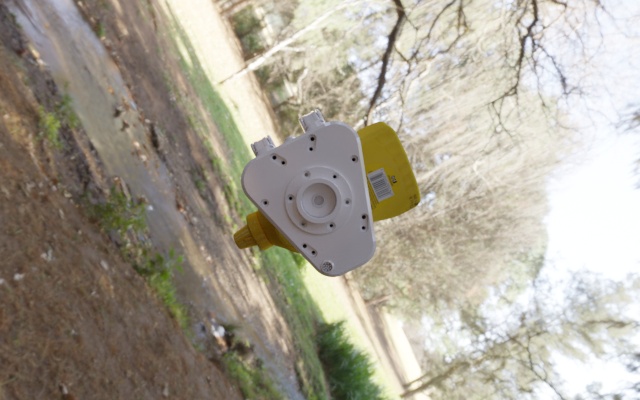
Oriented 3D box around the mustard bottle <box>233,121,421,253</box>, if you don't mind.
[{"bbox_3d":[0.000,0.001,0.490,0.191,0.096,0.058,-26,27,0],"label":"mustard bottle"}]
